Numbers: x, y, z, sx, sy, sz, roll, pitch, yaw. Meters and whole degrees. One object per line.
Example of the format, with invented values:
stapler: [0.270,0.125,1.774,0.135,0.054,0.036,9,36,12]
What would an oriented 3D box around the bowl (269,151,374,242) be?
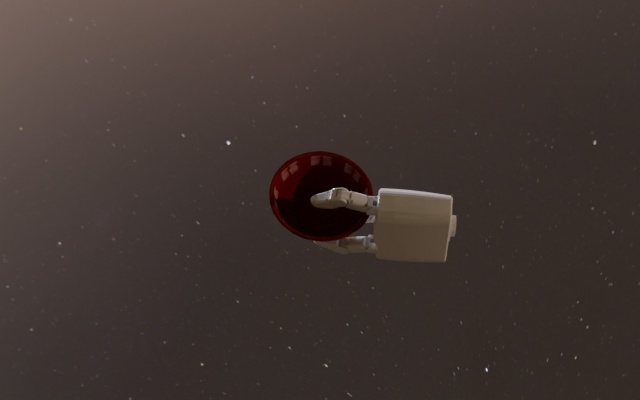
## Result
bowl: [-0.001,0.002,0.754,0.162,0.162,0.055,0,-30,-5]
